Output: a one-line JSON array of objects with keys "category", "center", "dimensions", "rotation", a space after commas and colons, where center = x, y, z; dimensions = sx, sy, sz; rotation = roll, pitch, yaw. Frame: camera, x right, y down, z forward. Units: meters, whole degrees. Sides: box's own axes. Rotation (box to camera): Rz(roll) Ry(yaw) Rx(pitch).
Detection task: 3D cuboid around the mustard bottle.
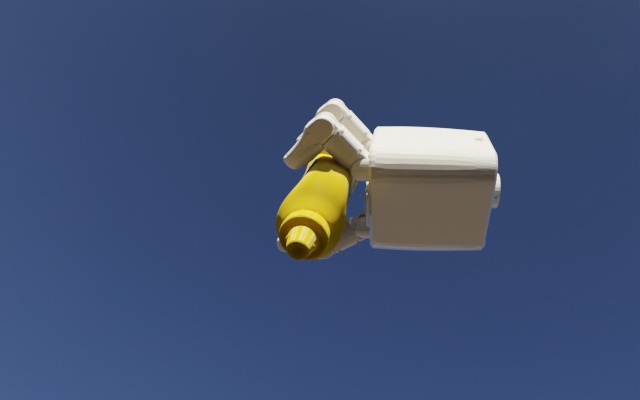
[{"category": "mustard bottle", "center": [0.000, 0.001, 0.451], "dimensions": [0.058, 0.096, 0.191], "rotation": [25, 25, 0]}]
